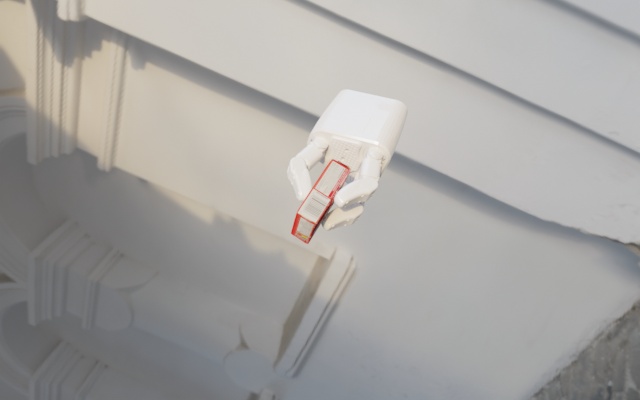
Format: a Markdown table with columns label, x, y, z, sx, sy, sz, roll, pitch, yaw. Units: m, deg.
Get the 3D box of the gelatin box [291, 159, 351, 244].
| label | x | y | z | sx | sy | sz | roll | pitch | yaw |
| --- | --- | --- | --- | --- | --- | --- | --- | --- | --- |
| gelatin box | 0.000 | 0.002 | 0.593 | 0.030 | 0.089 | 0.073 | 31 | -25 | 4 |
